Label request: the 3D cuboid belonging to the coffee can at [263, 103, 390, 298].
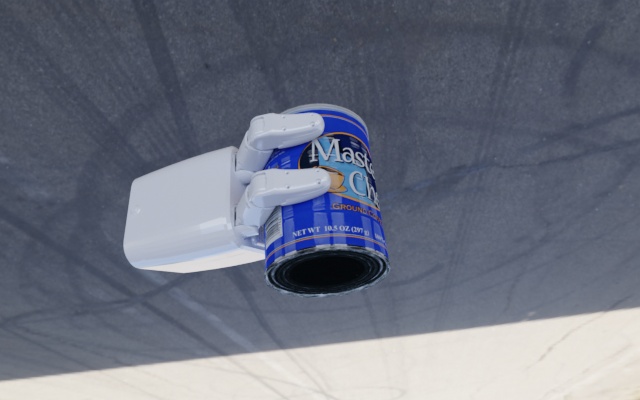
[{"bbox_3d":[0.000,0.001,0.421,0.103,0.140,0.103,-4,-31,-2],"label":"coffee can"}]
